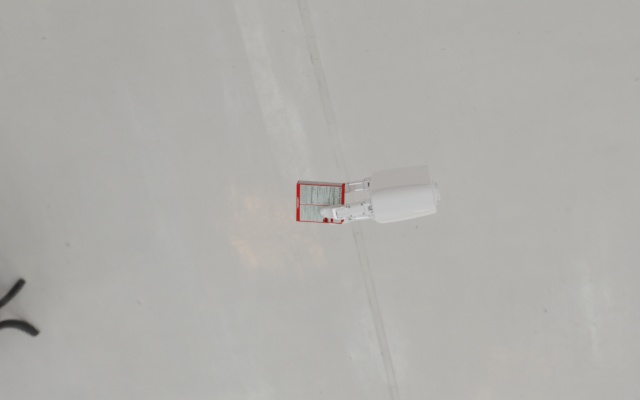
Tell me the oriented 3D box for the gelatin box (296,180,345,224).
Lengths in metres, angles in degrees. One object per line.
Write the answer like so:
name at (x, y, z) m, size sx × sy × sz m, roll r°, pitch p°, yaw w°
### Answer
gelatin box at (0.000, 0.003, 0.878) m, size 0.089 × 0.073 × 0.030 m, roll 3°, pitch 16°, yaw 7°
